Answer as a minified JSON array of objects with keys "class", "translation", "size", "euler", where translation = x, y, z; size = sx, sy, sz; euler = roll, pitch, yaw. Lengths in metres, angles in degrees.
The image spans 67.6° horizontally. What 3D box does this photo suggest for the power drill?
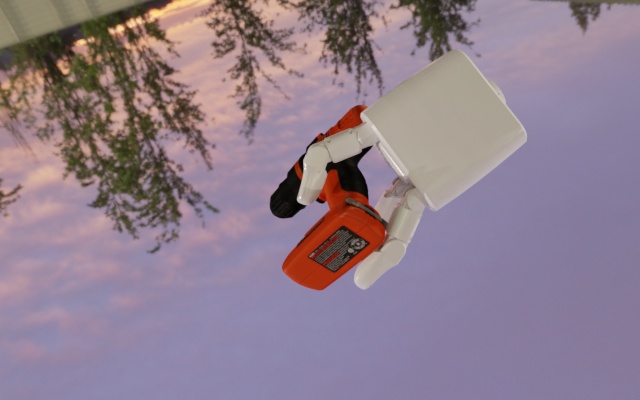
[{"class":"power drill","translation":[0.000,0.002,0.517],"size":[0.057,0.187,0.184],"euler":[30,-58,-24]}]
